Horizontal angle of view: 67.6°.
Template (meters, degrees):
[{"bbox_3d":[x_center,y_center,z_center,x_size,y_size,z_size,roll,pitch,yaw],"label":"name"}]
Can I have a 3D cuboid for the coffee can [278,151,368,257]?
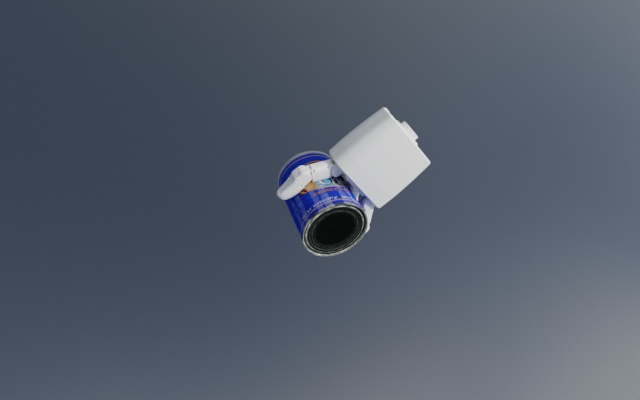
[{"bbox_3d":[0.000,0.002,0.746,0.103,0.103,0.140,0,38,-24],"label":"coffee can"}]
